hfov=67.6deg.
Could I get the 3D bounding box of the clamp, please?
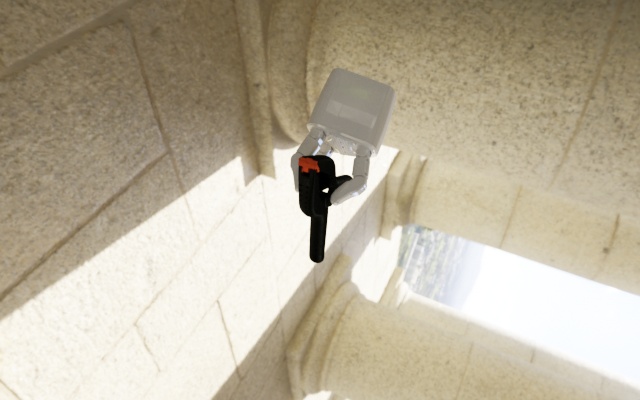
[{"bbox_3d":[0.001,0.002,0.727,0.036,0.164,0.210,15,-14,18],"label":"clamp"}]
